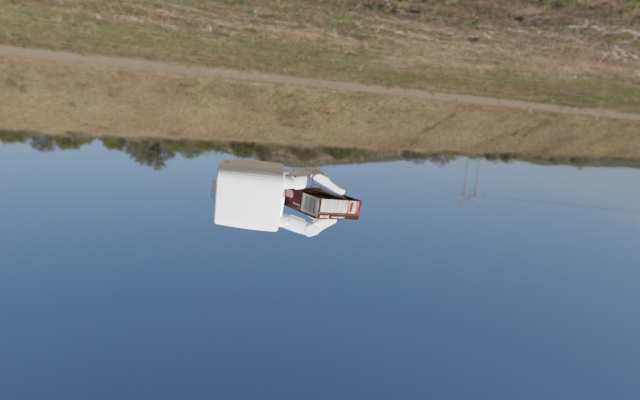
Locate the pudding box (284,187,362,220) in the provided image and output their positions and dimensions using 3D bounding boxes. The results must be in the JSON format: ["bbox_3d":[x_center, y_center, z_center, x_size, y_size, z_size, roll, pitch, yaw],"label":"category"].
[{"bbox_3d":[0.000,0.003,0.812,0.090,0.039,0.113,2,13,-36],"label":"pudding box"}]
